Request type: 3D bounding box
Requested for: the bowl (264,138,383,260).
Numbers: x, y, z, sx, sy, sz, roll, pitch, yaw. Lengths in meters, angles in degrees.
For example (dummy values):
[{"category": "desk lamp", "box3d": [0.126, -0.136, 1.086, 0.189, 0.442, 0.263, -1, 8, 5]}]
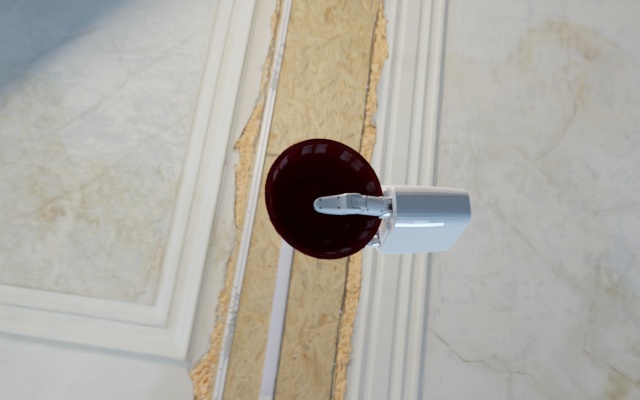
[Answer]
[{"category": "bowl", "box3d": [-0.001, 0.002, 0.635, 0.162, 0.162, 0.055, 0, -15, -18]}]
